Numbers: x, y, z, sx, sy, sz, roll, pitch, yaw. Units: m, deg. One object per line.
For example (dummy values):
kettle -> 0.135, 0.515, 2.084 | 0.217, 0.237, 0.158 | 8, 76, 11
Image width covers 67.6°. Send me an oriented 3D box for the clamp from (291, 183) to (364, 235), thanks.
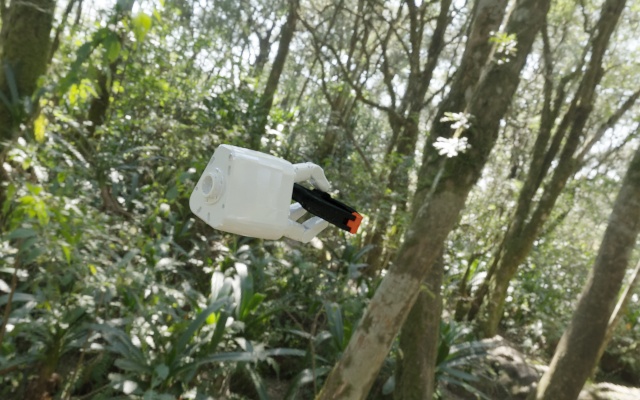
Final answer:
clamp -> 0.001, 0.002, 0.756 | 0.164, 0.036, 0.210 | 15, 10, -46
